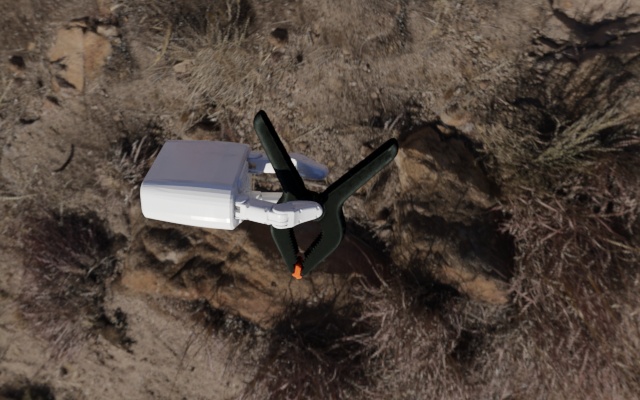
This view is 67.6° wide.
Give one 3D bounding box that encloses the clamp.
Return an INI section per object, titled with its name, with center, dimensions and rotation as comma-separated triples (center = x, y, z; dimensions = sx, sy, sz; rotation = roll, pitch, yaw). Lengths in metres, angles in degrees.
[clamp]
center = 0.000, 0.003, 0.570
dimensions = 0.164, 0.210, 0.036
rotation = 6, 26, 3
